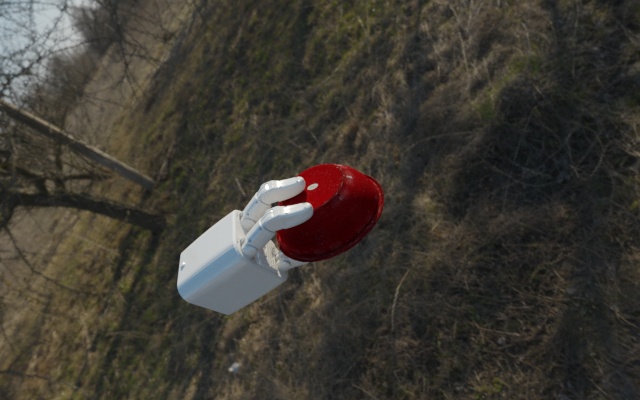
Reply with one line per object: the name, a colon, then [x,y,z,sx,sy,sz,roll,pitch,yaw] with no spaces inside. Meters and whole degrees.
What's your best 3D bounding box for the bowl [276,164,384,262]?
bowl: [0.001,0.001,0.634,0.162,0.162,0.055,0,-44,37]
